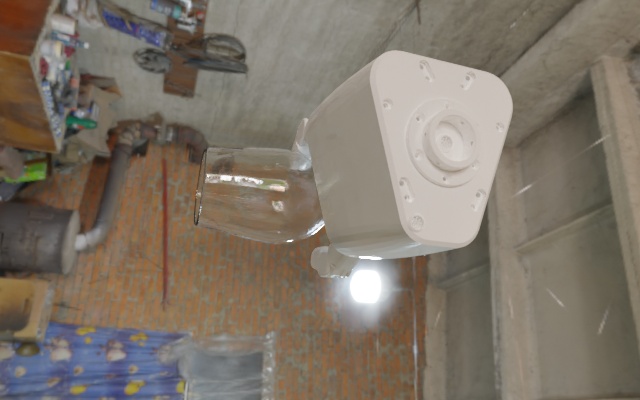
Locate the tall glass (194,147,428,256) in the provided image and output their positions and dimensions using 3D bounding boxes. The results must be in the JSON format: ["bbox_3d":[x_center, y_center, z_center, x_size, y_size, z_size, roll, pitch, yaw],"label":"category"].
[{"bbox_3d":[0.001,0.001,0.402,0.201,0.079,0.079,7,-2,-18],"label":"tall glass"}]
